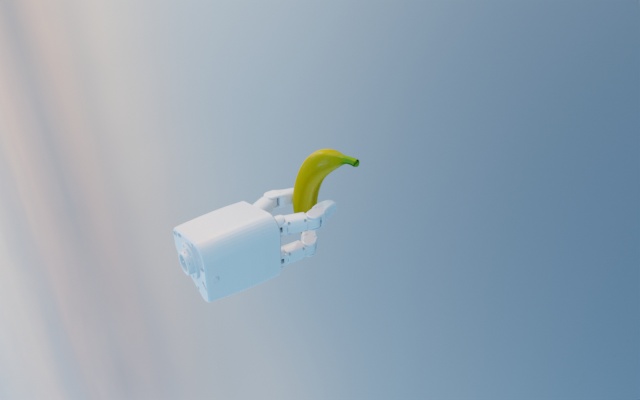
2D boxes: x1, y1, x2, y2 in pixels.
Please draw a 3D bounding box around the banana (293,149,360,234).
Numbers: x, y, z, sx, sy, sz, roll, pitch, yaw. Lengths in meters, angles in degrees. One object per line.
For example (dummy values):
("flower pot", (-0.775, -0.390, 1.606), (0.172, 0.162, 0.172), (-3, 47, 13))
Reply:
("banana", (-0.010, -0.014, 0.690), (0.037, 0.069, 0.198), (-24, -23, -33))
